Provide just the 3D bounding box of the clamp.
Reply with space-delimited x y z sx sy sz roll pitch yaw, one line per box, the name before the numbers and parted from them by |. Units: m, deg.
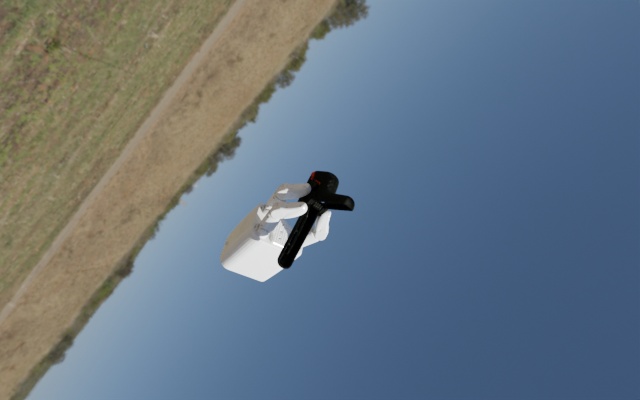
clamp | 0.001 0.003 0.799 0.165 0.036 0.209 -40 22 30
